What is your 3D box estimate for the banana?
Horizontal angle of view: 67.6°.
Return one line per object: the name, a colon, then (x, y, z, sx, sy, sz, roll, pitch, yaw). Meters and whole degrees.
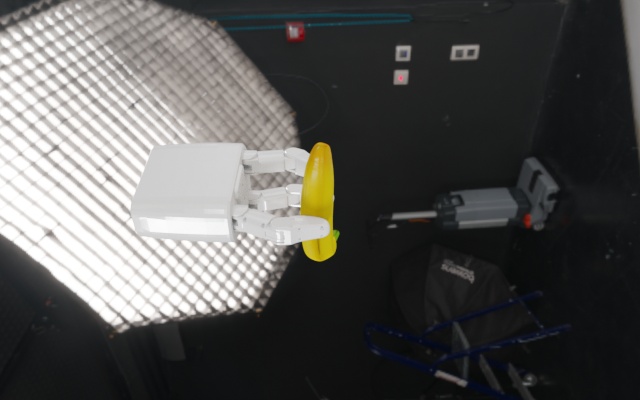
banana: (-0.002, 0.019, 0.537, 0.037, 0.069, 0.198, 4, -31, 6)
